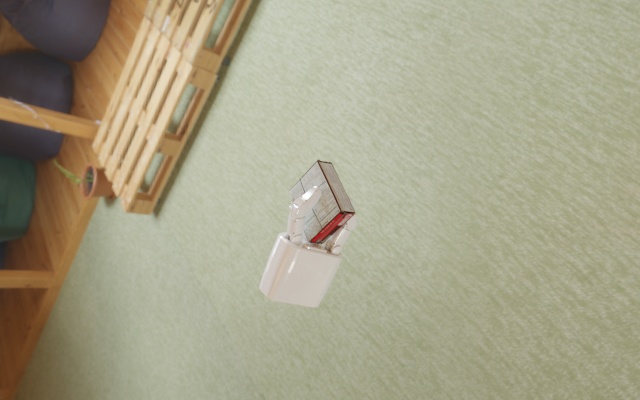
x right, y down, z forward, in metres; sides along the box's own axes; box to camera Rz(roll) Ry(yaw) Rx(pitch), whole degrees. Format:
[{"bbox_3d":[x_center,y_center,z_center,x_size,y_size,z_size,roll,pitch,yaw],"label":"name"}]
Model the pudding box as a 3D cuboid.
[{"bbox_3d":[0.000,0.003,0.799,0.039,0.113,0.090,9,-43,-45],"label":"pudding box"}]
